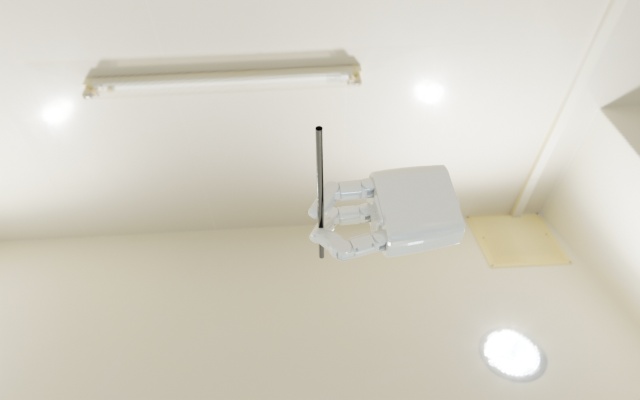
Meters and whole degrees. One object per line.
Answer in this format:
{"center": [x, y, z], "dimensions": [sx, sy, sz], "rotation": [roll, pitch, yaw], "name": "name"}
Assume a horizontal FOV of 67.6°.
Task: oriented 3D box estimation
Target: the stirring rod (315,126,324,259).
{"center": [0.000, 0.002, 0.597], "dimensions": [0.011, 0.011, 0.240], "rotation": [0, -41, 1], "name": "stirring rod"}
